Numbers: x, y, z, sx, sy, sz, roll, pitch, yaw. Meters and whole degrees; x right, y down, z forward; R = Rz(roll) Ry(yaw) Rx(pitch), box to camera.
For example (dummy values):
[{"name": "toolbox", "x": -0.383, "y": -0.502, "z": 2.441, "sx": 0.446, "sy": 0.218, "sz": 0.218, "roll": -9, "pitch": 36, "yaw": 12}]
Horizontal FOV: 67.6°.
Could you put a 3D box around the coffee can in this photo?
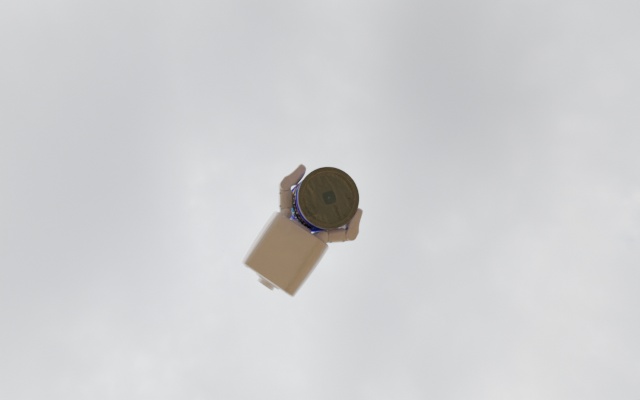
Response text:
[{"name": "coffee can", "x": 0.000, "y": 0.003, "z": 0.839, "sx": 0.103, "sy": 0.103, "sz": 0.140, "roll": 0, "pitch": -6, "yaw": -12}]
